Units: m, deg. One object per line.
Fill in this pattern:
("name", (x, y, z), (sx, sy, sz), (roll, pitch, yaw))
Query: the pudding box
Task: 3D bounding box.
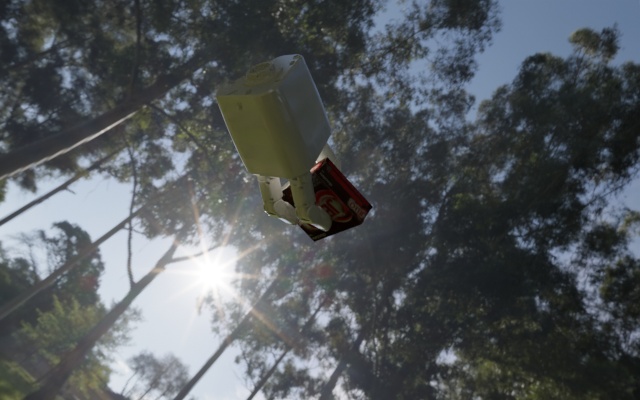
("pudding box", (0.000, 0.002, 0.628), (0.039, 0.090, 0.113), (-51, 14, -33))
